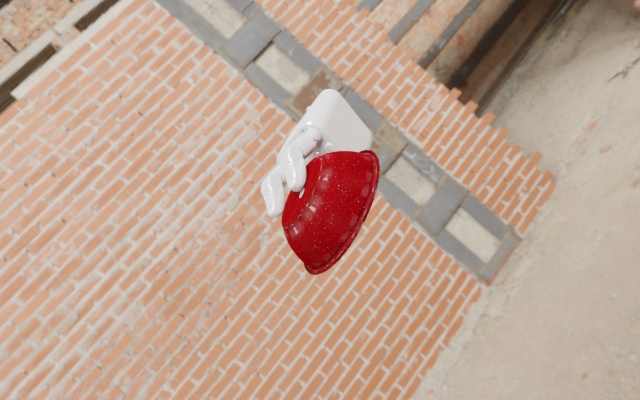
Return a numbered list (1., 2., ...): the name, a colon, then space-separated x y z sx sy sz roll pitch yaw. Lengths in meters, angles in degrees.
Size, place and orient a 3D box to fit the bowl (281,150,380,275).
1. bowl: 0.000 0.002 0.553 0.055 0.162 0.162 27 -9 -18
